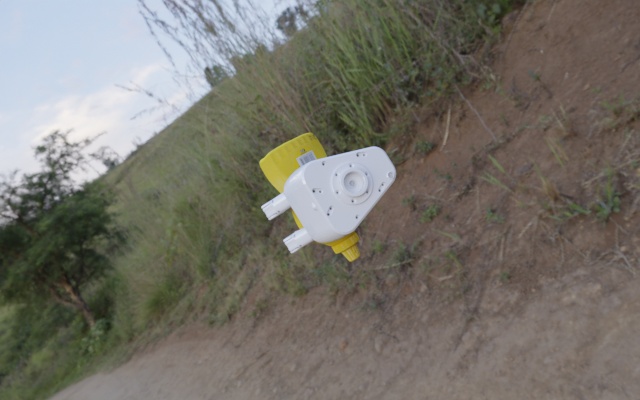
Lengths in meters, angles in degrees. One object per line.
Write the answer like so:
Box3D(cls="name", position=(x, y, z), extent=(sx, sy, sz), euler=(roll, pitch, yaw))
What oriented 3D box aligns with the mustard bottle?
Box3D(cls="mustard bottle", position=(0.000, 0.002, 0.687), extent=(0.096, 0.191, 0.058), euler=(-32, 1, -40))
